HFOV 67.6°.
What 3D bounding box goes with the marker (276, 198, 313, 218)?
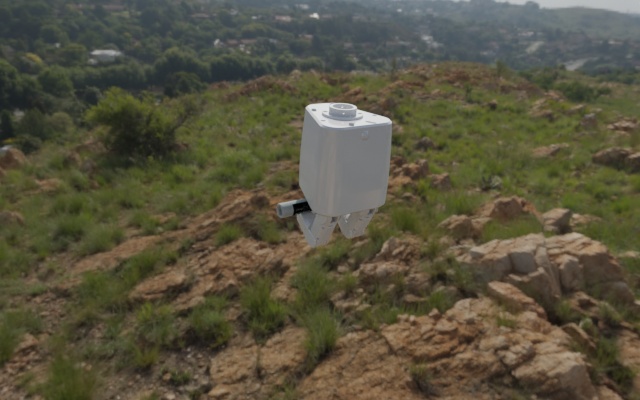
[{"bbox_3d":[0.000,0.002,0.624,0.121,0.020,0.020,-12,6,-30],"label":"marker"}]
